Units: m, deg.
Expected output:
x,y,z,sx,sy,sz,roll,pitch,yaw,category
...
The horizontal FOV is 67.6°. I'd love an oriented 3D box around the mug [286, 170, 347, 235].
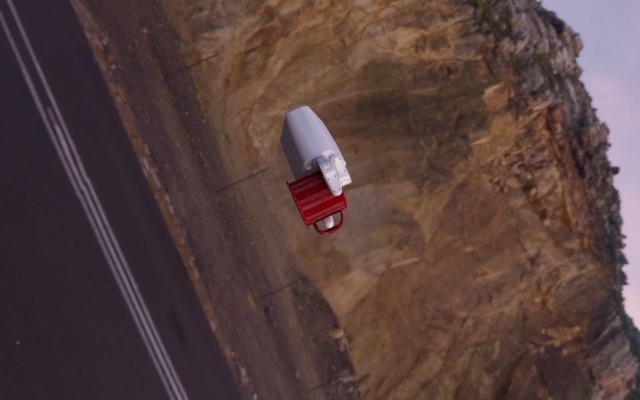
x,y,z,sx,sy,sz,roll,pitch,yaw,category
0.001,0.004,0.832,0.081,0.117,0.093,-24,-18,-3,mug
